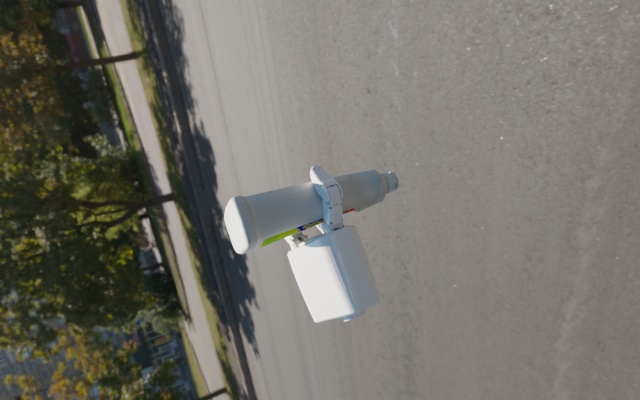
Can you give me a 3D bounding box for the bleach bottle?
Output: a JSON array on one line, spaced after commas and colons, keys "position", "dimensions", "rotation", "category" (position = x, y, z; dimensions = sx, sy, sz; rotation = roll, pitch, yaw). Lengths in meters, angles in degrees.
[{"position": [0.000, 0.002, 0.656], "dimensions": [0.251, 0.068, 0.102], "rotation": [-17, -10, -22], "category": "bleach bottle"}]
